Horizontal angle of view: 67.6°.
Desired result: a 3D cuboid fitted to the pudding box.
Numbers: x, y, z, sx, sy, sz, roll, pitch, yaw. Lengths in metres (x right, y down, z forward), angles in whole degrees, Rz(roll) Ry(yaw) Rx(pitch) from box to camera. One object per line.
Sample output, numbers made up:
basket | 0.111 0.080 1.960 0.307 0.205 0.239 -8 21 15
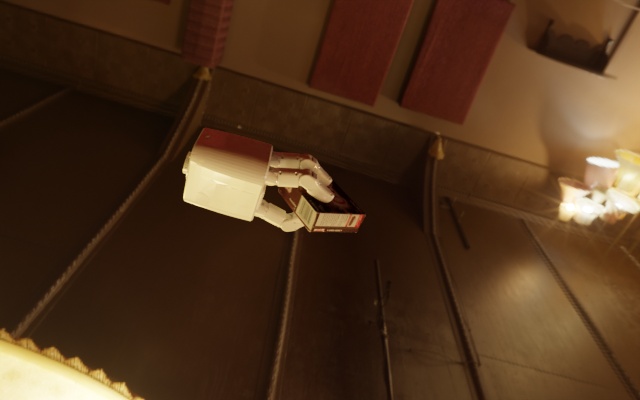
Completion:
pudding box | 0.000 0.003 0.722 0.090 0.039 0.113 2 34 -35
